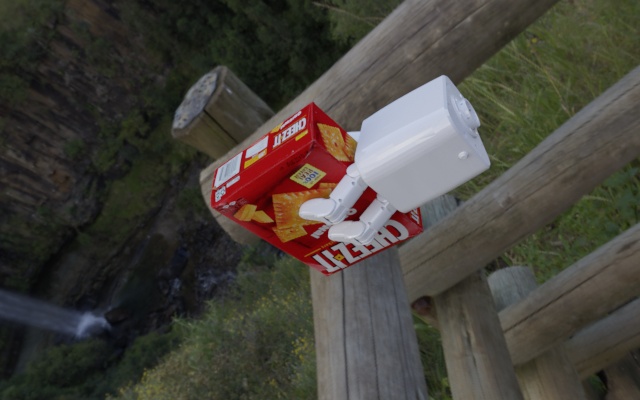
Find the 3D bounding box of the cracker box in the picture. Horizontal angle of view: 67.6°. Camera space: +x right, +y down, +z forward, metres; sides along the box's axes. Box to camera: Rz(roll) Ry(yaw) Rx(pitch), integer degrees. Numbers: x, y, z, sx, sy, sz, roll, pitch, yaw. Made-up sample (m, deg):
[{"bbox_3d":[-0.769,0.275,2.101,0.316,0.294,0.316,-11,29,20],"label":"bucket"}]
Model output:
[{"bbox_3d":[0.000,0.002,0.587,0.164,0.072,0.214,-29,-47,30],"label":"cracker box"}]
